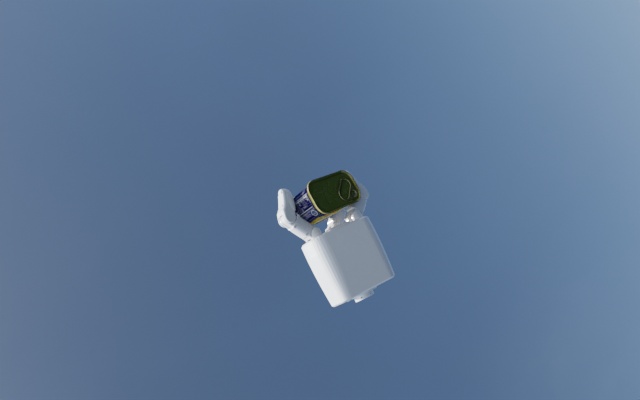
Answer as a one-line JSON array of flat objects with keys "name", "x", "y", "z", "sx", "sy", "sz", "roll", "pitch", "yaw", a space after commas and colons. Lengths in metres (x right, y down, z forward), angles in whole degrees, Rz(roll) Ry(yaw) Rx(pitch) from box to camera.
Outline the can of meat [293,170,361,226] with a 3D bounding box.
[{"name": "can of meat", "x": 0.000, "y": 0.003, "z": 0.763, "sx": 0.102, "sy": 0.057, "sz": 0.084, "roll": -22, "pitch": -10, "yaw": -43}]
